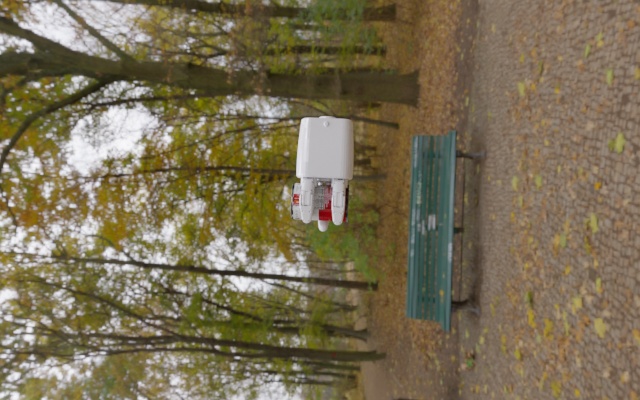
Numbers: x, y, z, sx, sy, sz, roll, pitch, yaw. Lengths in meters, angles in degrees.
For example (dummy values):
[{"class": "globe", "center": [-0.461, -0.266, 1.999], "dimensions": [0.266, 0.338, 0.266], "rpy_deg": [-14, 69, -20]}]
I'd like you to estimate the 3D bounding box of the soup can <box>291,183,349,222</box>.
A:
[{"class": "soup can", "center": [0.000, 0.003, 0.867], "dimensions": [0.102, 0.068, 0.068], "rpy_deg": [3, 0, 3]}]
